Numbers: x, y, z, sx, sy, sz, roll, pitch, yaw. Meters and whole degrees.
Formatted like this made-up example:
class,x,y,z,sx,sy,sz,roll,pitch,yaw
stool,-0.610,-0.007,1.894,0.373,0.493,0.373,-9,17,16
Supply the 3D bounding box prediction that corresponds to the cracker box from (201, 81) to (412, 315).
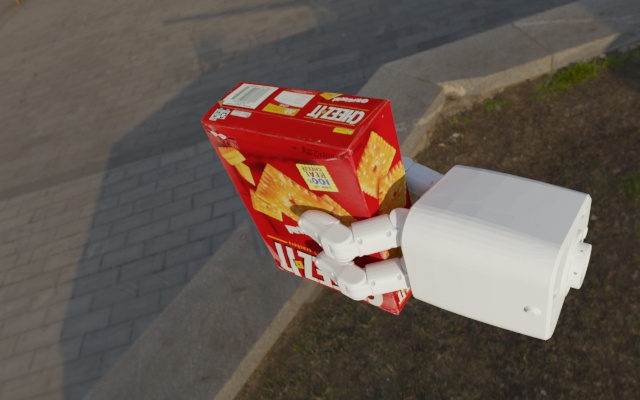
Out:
class,x,y,z,sx,sy,sz,roll,pitch,yaw
cracker box,0.000,0.001,0.454,0.164,0.214,0.072,16,53,34
